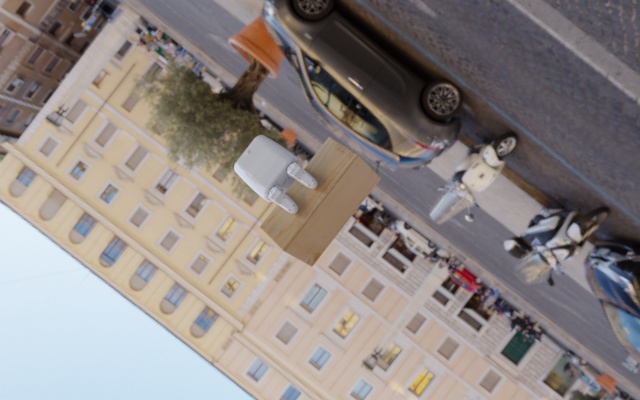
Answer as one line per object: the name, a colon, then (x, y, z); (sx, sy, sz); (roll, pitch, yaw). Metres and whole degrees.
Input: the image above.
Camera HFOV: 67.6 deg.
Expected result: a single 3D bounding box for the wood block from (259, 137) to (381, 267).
wood block: (0.000, 0.003, 0.865); (0.090, 0.206, 0.091); (38, 1, 42)
